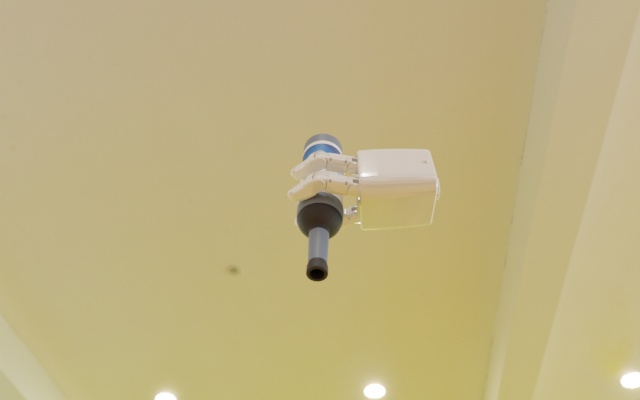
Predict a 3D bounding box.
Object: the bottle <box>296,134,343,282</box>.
[{"bbox_3d":[0.000,0.002,0.706,0.069,0.069,0.295,0,37,2],"label":"bottle"}]
